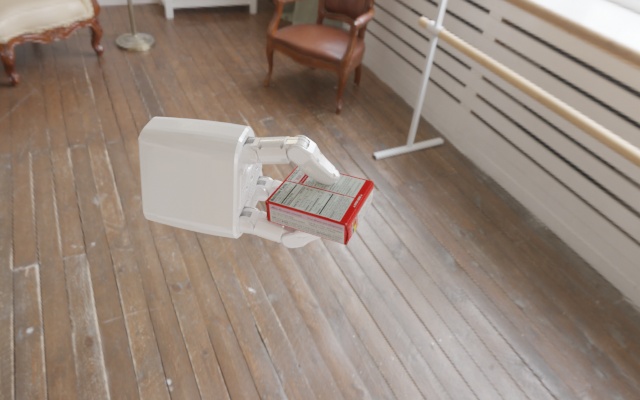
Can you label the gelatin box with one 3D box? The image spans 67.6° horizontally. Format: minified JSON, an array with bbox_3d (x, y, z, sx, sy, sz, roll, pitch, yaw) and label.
[{"bbox_3d":[0.000,0.001,0.481,0.089,0.030,0.073,15,41,20],"label":"gelatin box"}]
